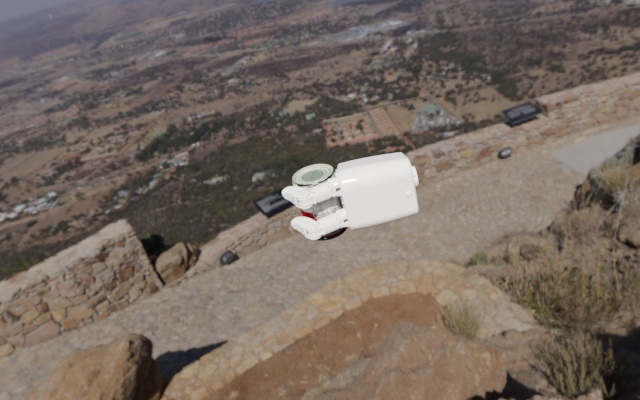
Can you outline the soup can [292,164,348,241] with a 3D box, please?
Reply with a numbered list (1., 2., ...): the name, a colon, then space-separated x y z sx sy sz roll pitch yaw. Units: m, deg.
1. soup can: 0.000 0.002 0.747 0.068 0.102 0.068 -12 29 7
